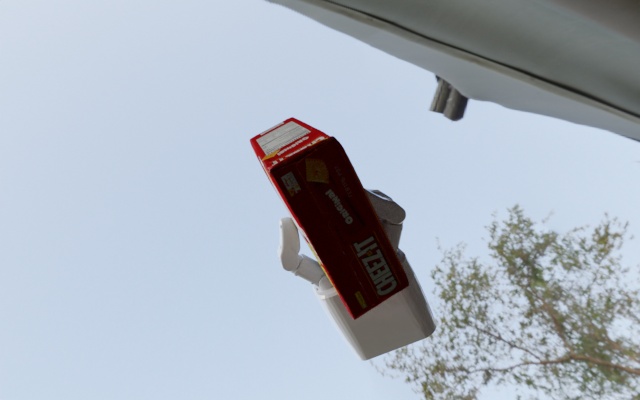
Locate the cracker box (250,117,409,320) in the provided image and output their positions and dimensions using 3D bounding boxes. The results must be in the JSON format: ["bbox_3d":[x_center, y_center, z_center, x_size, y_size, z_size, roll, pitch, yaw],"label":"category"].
[{"bbox_3d":[0.000,0.002,0.513,0.072,0.164,0.213,-30,19,-4],"label":"cracker box"}]
